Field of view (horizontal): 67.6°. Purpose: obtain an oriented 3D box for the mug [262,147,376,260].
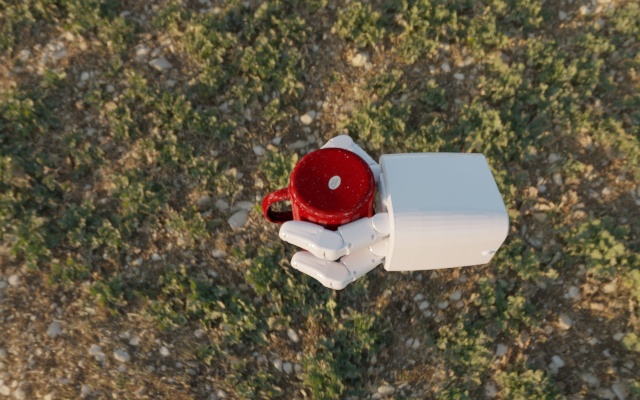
[{"bbox_3d":[-0.001,0.001,0.477,0.117,0.093,0.081,-3,-30,0],"label":"mug"}]
